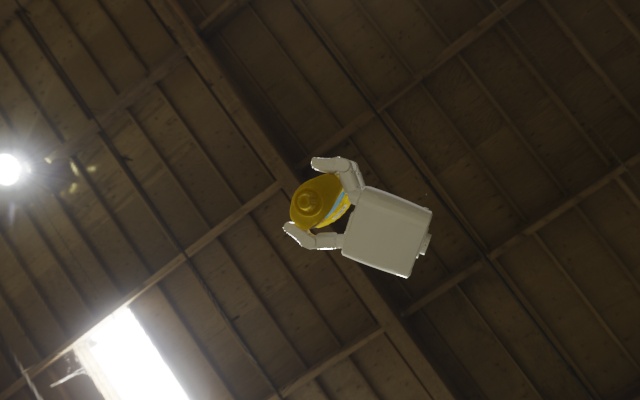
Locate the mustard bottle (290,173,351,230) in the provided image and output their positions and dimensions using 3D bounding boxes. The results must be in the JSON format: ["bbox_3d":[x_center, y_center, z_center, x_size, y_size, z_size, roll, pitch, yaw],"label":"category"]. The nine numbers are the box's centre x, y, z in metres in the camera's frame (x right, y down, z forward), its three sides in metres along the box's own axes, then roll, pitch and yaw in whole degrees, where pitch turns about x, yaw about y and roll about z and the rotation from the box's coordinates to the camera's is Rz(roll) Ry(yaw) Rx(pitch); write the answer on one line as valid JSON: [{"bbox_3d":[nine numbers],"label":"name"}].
[{"bbox_3d":[0.000,0.002,0.731,0.058,0.096,0.191,45,10,9],"label":"mustard bottle"}]
